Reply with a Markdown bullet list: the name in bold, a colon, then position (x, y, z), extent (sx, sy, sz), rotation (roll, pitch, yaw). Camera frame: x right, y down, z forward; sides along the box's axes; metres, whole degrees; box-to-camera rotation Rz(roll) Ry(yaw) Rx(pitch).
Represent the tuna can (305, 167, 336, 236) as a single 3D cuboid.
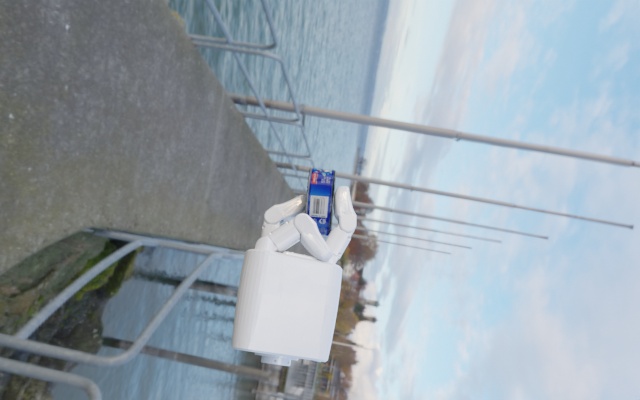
- **tuna can**: position (0.001, 0.002, 0.605), extent (0.034, 0.086, 0.086), rotation (5, 0, 2)
